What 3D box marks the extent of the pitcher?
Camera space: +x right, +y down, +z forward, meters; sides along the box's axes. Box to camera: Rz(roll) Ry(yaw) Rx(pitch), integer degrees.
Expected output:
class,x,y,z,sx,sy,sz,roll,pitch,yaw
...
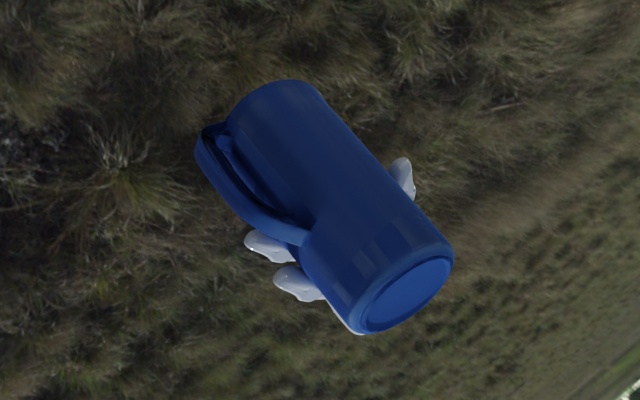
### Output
class,x,y,z,sx,sy,sz,roll,pitch,yaw
pitcher,0.000,0.002,0.448,0.149,0.242,0.145,-34,-35,-8
